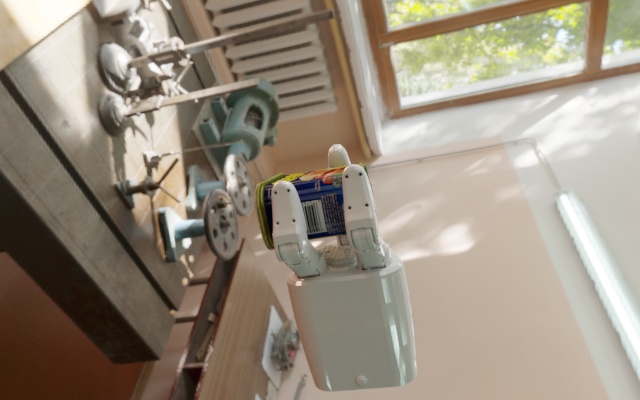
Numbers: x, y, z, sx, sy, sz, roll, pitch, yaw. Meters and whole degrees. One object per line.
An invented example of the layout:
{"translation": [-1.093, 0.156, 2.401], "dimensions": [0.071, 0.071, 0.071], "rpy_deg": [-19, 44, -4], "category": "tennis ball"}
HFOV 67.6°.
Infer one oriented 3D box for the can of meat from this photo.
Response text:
{"translation": [0.000, 0.001, 0.417], "dimensions": [0.084, 0.057, 0.102], "rpy_deg": [-9, 8, 12], "category": "can of meat"}
